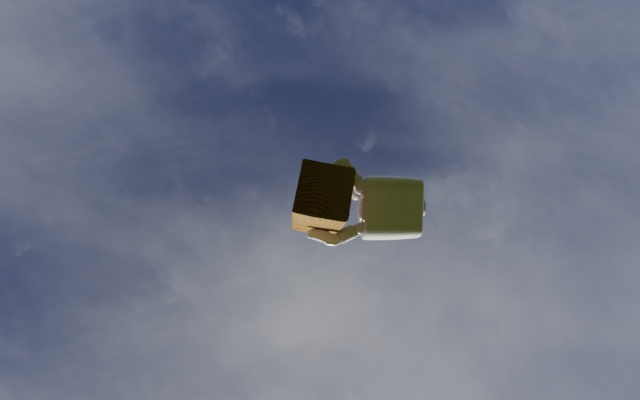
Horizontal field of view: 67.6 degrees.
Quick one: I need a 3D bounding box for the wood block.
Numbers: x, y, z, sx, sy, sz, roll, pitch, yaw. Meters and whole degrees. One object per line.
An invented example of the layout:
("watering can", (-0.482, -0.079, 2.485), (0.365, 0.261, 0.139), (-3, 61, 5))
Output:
("wood block", (0.000, 0.003, 0.843), (0.090, 0.091, 0.206), (10, -11, -1))
